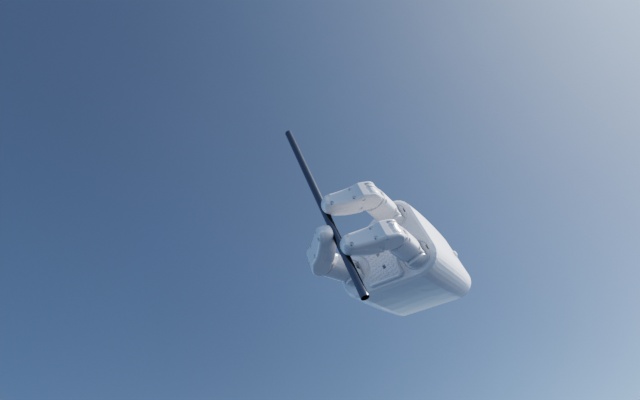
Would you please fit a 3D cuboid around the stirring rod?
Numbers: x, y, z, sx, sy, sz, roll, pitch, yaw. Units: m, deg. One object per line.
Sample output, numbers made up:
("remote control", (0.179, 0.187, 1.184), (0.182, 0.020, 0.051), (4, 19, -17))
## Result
("stirring rod", (0.000, 0.002, 0.487), (0.011, 0.011, 0.239), (0, 43, -26))
